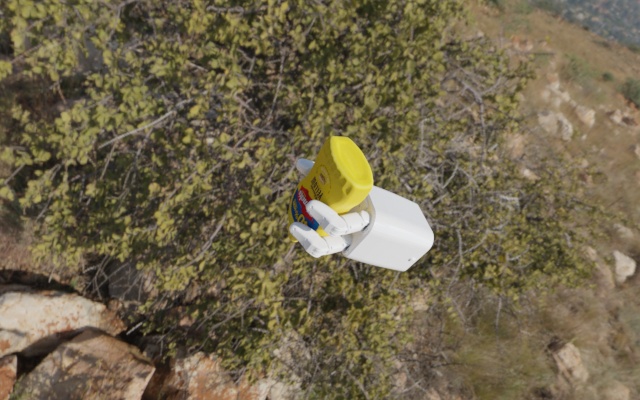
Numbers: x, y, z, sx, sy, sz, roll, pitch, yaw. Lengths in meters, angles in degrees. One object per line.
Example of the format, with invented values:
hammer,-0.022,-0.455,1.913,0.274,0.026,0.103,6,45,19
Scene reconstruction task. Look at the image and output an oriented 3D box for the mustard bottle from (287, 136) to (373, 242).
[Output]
mustard bottle,0.000,0.002,0.699,0.058,0.096,0.192,-3,-35,-35
